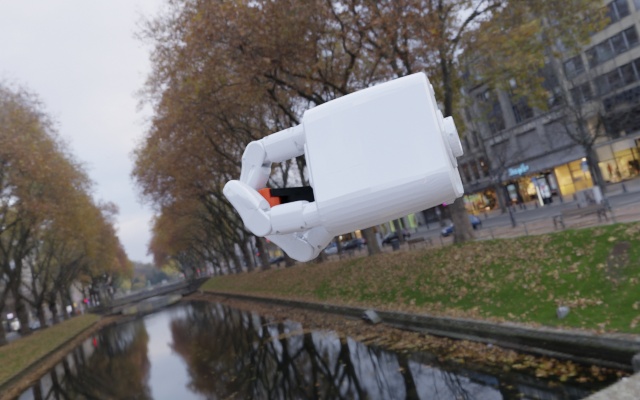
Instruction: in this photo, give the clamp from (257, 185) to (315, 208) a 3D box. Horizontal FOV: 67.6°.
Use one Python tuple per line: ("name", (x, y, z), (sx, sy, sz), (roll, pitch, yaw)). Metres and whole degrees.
("clamp", (0.000, 0.001, 0.493), (0.120, 0.039, 0.171), (-18, -5, 19))
